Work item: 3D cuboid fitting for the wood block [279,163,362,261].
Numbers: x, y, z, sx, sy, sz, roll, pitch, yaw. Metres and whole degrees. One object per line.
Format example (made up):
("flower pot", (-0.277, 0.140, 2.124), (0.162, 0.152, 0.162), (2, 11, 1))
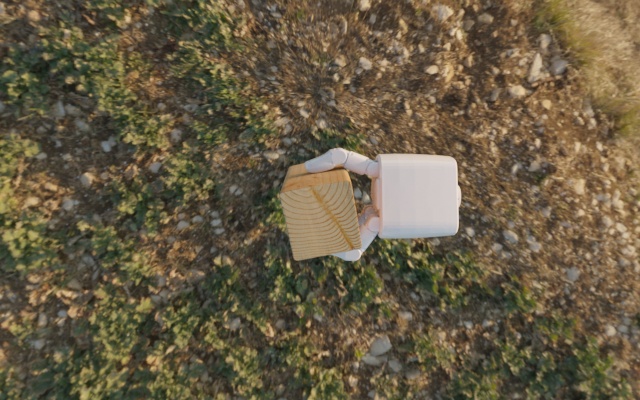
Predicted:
("wood block", (0.000, 0.002, 0.682), (0.090, 0.091, 0.206), (-10, 13, 2))
